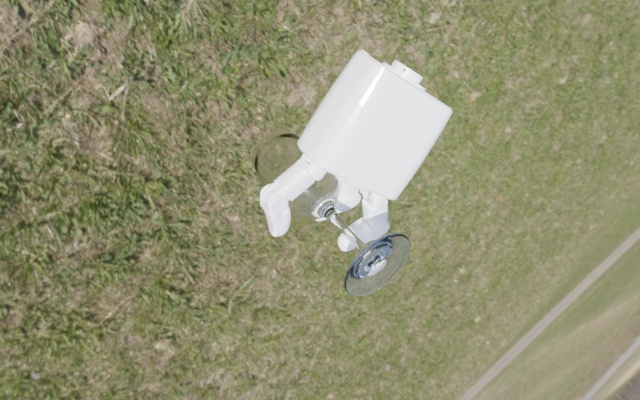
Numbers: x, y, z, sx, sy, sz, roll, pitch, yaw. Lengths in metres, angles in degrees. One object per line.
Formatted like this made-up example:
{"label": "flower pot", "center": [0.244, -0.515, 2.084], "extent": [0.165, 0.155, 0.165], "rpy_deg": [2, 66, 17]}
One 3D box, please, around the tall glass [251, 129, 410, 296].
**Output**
{"label": "tall glass", "center": [0.000, 0.002, 0.492], "extent": [0.079, 0.079, 0.201], "rpy_deg": [0, 35, -41]}
